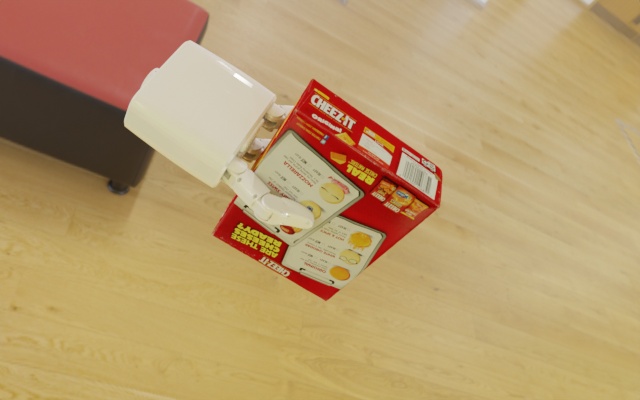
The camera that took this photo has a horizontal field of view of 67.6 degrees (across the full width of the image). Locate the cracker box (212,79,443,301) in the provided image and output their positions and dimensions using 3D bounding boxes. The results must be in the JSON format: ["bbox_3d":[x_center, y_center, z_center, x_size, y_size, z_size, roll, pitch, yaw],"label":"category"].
[{"bbox_3d":[0.000,0.002,0.519,0.164,0.072,0.214,32,-47,-10],"label":"cracker box"}]
